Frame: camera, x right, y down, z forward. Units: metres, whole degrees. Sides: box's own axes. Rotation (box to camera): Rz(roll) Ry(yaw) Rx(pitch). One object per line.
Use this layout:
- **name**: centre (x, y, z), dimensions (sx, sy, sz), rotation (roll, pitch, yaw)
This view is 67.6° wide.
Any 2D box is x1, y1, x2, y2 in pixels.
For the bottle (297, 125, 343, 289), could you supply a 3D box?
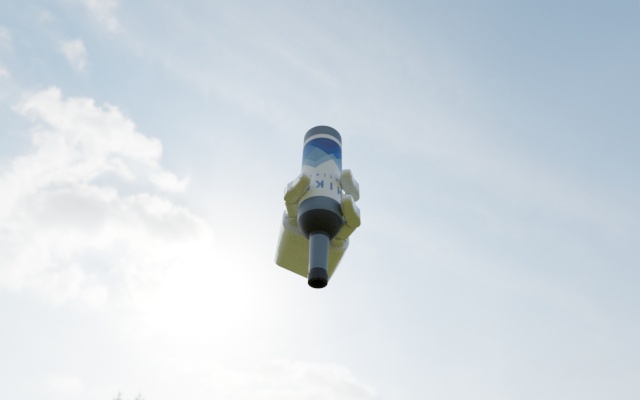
- **bottle**: centre (0.000, 0.002, 0.726), dimensions (0.069, 0.295, 0.069), rotation (1, -43, 1)
